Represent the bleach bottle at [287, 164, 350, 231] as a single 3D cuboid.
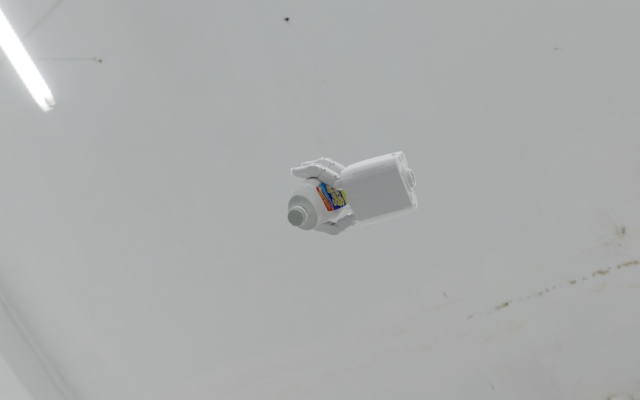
[{"bbox_3d":[0.000,0.003,0.886,0.068,0.102,0.250,-16,10,22],"label":"bleach bottle"}]
